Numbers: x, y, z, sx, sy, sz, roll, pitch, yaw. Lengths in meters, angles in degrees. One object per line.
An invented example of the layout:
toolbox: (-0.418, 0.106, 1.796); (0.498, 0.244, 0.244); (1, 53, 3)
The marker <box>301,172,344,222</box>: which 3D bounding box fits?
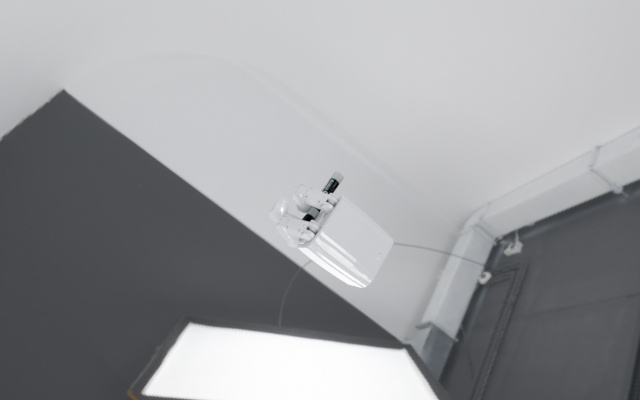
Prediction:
marker: (0.000, 0.002, 0.757); (0.020, 0.121, 0.020); (26, -30, 16)
